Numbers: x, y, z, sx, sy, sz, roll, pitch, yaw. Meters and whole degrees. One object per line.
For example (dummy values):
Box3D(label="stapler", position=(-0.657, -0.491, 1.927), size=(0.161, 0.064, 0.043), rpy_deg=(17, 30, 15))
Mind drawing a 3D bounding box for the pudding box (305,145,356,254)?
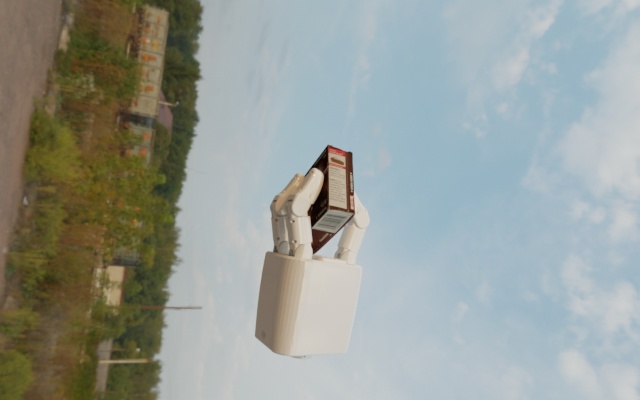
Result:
Box3D(label="pudding box", position=(0.000, 0.002, 0.580), size=(0.039, 0.090, 0.113), rpy_deg=(14, -35, -23))
